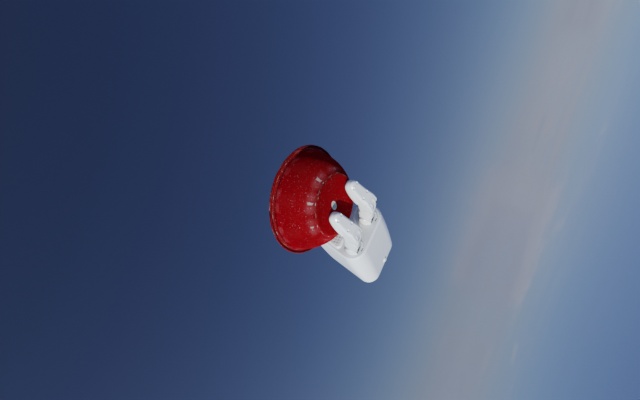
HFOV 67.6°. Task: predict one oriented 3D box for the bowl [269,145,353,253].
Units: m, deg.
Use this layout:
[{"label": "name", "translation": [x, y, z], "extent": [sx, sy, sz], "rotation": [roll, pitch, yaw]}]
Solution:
[{"label": "bowl", "translation": [0.000, 0.002, 0.688], "extent": [0.055, 0.162, 0.162], "rotation": [11, 7, 37]}]
